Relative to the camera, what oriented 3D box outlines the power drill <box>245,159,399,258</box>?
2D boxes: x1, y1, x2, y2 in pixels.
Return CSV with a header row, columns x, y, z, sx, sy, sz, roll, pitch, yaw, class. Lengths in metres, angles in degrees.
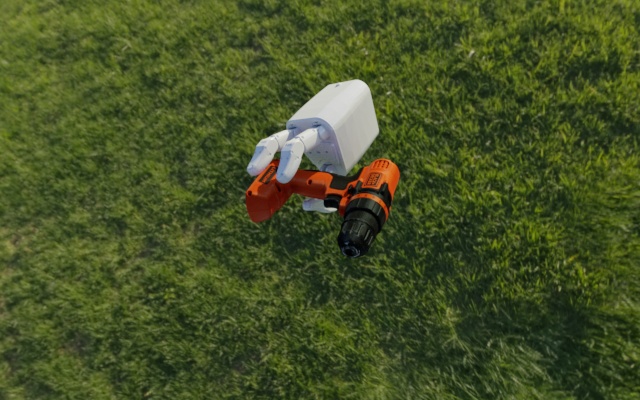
x,y,z,sx,sy,sz,roll,pitch,yaw,class
0.000,0.002,0.634,0.187,0.057,0.184,7,35,19,power drill
